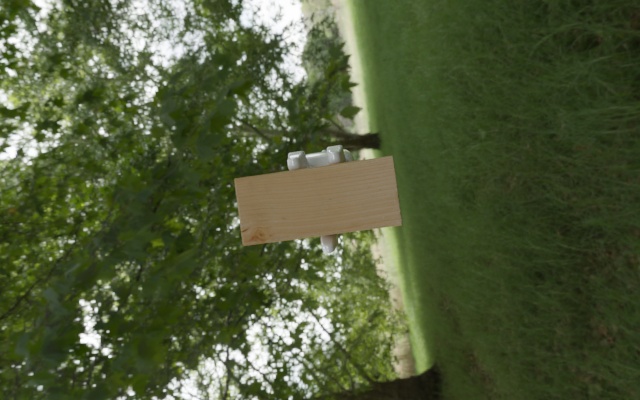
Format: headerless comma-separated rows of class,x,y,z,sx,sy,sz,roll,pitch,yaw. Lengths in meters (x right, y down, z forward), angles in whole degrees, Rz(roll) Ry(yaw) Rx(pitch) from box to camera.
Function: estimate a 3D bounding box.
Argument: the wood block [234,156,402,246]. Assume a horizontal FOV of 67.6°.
wood block,0.000,0.002,0.648,0.206,0.091,0.090,-8,-2,6
